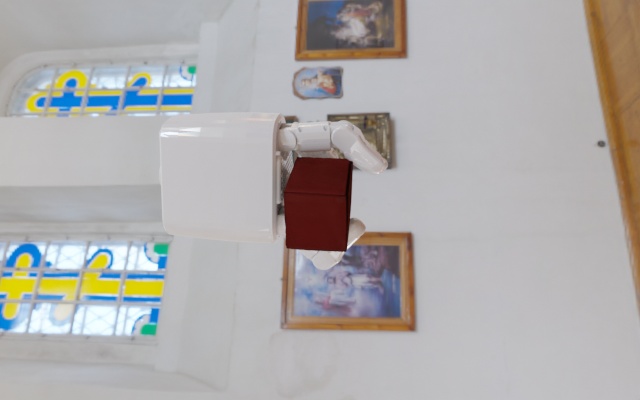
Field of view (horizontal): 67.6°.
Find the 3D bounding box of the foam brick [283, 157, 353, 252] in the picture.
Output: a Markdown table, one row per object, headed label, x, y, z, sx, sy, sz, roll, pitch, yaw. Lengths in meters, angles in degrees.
| label | x | y | z | sx | sy | sz | roll | pitch | yaw |
| --- | --- | --- | --- | --- | --- | --- | --- | --- | --- |
| foam brick | 0.000 | 0.001 | 0.406 | 0.051 | 0.053 | 0.078 | 3 | 26 | 5 |
